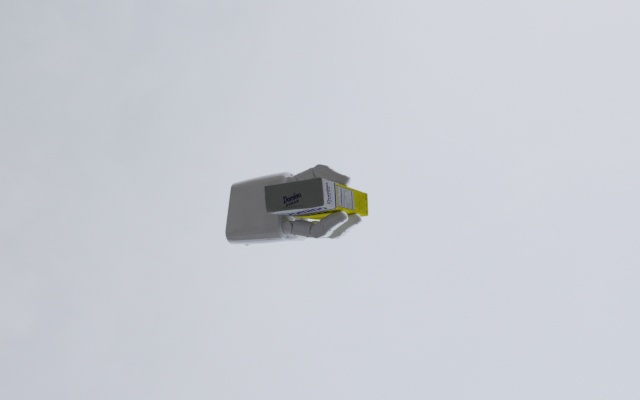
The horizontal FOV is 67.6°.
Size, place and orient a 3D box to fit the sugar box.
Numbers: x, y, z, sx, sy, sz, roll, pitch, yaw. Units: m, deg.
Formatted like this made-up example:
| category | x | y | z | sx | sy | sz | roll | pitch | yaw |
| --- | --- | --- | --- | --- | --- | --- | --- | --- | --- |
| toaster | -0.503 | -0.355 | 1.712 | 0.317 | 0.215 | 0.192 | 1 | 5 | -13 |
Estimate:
| category | x | y | z | sx | sy | sz | roll | pitch | yaw |
| --- | --- | --- | --- | --- | --- | --- | --- | --- | --- |
| sugar box | 0.000 | 0.003 | 0.726 | 0.093 | 0.048 | 0.176 | -8 | -7 | 26 |
